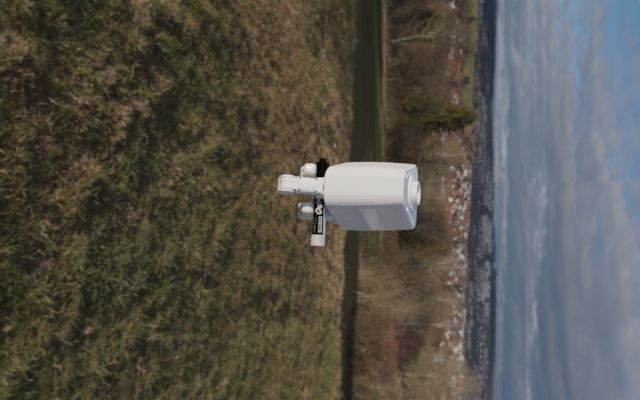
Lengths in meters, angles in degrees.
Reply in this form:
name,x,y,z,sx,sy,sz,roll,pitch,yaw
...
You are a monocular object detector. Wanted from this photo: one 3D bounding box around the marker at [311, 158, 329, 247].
name,x,y,z,sx,sy,sz,roll,pitch,yaw
marker,0.000,0.002,0.655,0.020,0.121,0.020,3,-7,0
